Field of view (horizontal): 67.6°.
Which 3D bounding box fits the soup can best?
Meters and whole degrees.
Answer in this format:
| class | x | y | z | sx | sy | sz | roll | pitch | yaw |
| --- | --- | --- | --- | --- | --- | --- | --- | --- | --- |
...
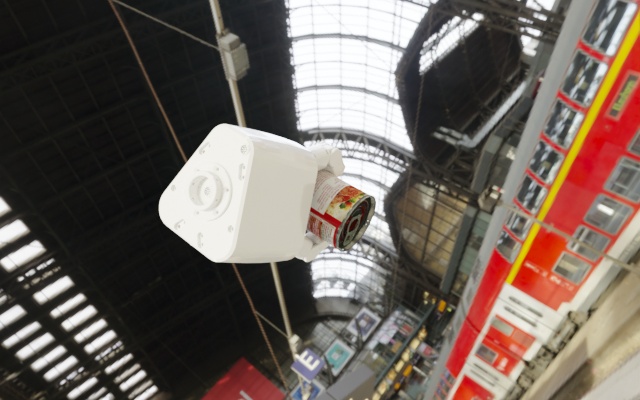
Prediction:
| class | x | y | z | sx | sy | sz | roll | pitch | yaw |
| --- | --- | --- | --- | --- | --- | --- | --- | --- | --- |
| soup can | 0.000 | 0.002 | 0.524 | 0.102 | 0.068 | 0.068 | 31 | 14 | 25 |
